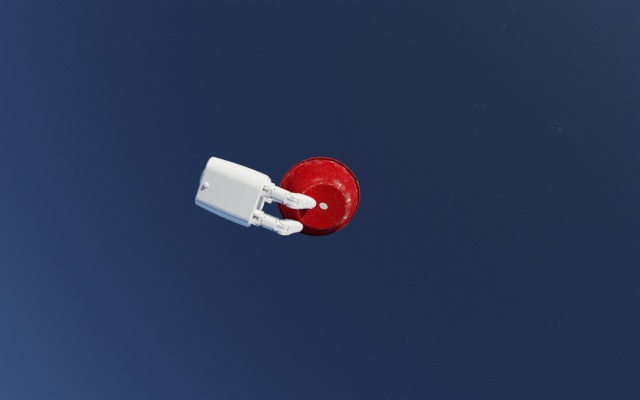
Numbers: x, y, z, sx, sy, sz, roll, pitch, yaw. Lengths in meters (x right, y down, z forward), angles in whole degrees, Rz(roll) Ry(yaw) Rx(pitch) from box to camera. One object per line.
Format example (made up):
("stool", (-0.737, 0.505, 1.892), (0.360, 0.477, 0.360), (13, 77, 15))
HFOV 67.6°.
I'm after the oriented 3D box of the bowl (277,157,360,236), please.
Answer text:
("bowl", (0.002, 0.003, 0.900), (0.162, 0.162, 0.055), (0, 19, -8))
